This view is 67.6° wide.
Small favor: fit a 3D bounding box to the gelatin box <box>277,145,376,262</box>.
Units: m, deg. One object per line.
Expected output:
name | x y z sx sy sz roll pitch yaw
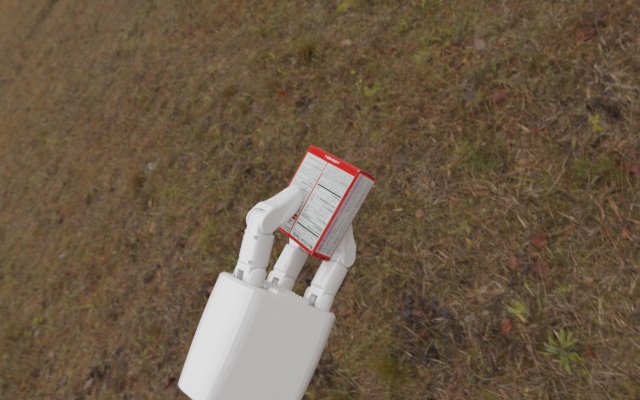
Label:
gelatin box | 0.000 0.001 0.450 0.030 0.089 0.073 25 5 -45
